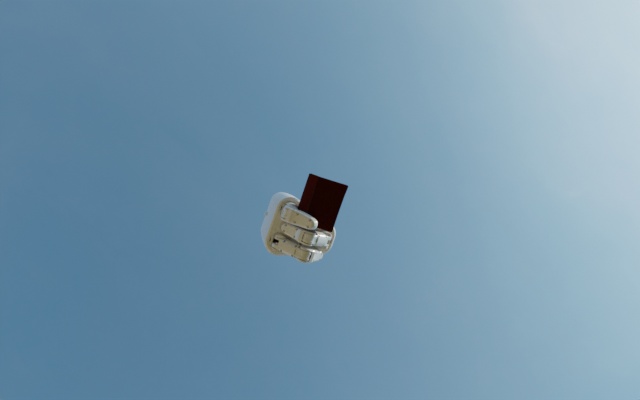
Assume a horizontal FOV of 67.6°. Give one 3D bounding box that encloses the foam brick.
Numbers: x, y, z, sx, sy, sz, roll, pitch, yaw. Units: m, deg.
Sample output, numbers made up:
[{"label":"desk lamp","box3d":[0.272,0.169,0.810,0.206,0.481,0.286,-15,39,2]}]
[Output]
[{"label":"foam brick","box3d":[0.000,0.002,0.747,0.053,0.078,0.051,19,4,-19]}]
